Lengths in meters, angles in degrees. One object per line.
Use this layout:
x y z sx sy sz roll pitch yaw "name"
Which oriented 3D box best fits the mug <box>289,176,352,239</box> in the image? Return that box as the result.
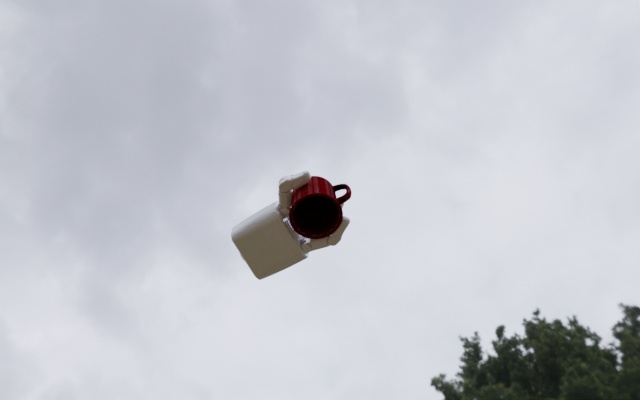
0.001 0.002 0.847 0.117 0.093 0.081 -27 28 11 "mug"
